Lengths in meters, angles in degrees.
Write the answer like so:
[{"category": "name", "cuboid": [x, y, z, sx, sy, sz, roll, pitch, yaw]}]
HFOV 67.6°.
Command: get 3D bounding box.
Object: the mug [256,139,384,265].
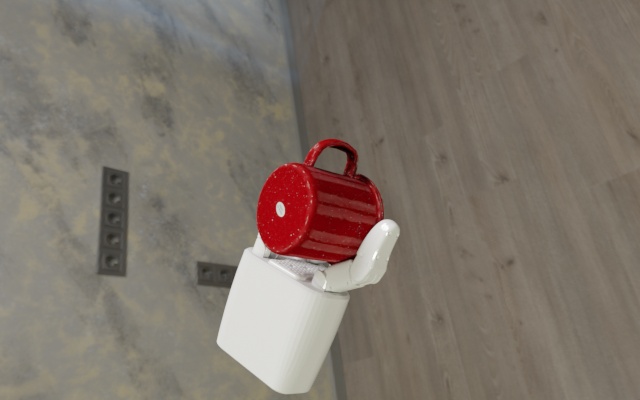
[{"category": "mug", "cuboid": [0.000, 0.000, 0.432, 0.081, 0.117, 0.093, 13, 9, -41]}]
